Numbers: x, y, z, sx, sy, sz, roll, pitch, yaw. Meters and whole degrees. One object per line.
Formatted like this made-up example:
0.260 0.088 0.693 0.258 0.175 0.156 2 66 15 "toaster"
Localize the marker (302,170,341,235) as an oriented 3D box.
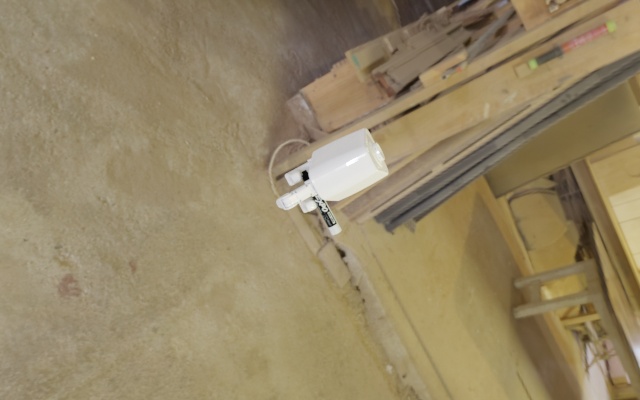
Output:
0.000 0.003 0.813 0.020 0.121 0.020 -28 8 4 "marker"
